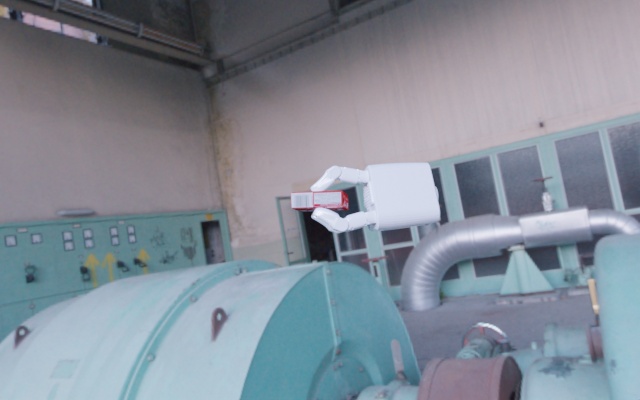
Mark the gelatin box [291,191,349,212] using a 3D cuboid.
[{"bbox_3d":[0.000,0.002,0.807,0.089,0.030,0.073,-2,-5,9],"label":"gelatin box"}]
